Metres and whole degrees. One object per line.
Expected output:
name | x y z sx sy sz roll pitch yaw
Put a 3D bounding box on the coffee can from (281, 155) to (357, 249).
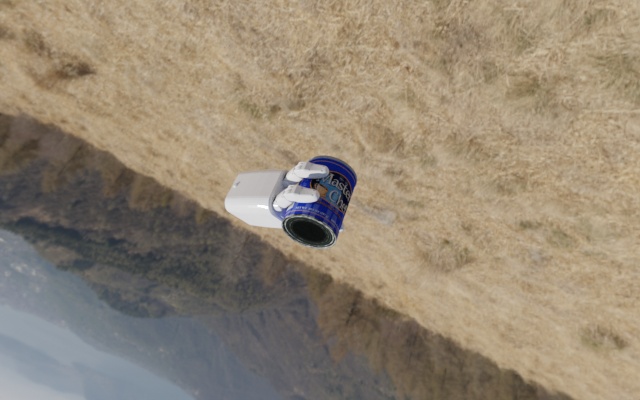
coffee can | 0.000 0.003 0.873 0.103 0.140 0.103 14 -34 10
